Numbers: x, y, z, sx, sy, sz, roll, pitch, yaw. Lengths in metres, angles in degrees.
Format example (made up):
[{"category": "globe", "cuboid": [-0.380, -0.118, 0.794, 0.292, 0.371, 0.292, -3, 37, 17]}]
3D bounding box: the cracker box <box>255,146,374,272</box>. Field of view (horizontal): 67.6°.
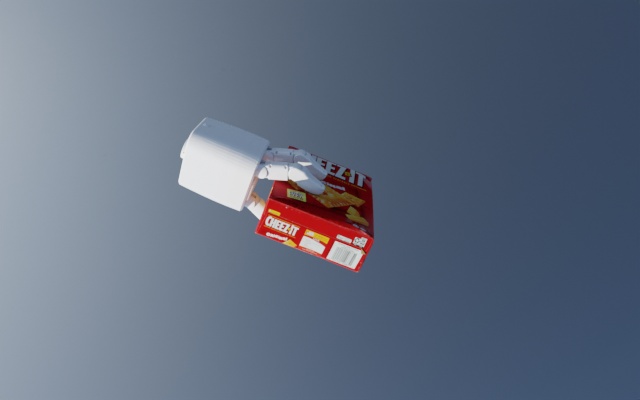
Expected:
[{"category": "cracker box", "cuboid": [0.000, 0.003, 0.765, 0.164, 0.072, 0.213, 22, 27, -6]}]
